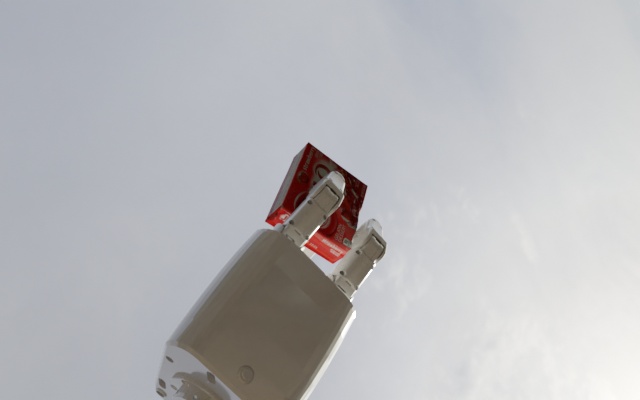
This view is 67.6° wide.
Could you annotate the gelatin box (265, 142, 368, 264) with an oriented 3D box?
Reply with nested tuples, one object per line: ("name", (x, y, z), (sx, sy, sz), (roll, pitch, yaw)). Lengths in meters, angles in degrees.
("gelatin box", (0.000, 0.001, 0.427), (0.073, 0.089, 0.030), (35, -46, -16))
